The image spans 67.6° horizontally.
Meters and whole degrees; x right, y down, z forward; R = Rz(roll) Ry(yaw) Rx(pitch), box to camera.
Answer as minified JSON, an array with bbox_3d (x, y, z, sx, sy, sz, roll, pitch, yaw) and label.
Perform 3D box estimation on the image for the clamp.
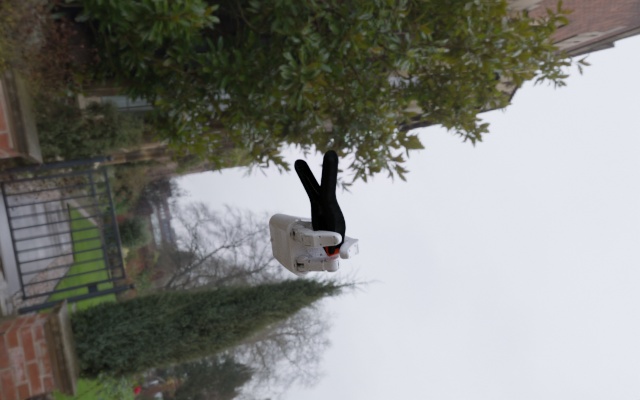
[{"bbox_3d":[0.001,0.003,0.777,0.039,0.171,0.120,-10,11,-24],"label":"clamp"}]
